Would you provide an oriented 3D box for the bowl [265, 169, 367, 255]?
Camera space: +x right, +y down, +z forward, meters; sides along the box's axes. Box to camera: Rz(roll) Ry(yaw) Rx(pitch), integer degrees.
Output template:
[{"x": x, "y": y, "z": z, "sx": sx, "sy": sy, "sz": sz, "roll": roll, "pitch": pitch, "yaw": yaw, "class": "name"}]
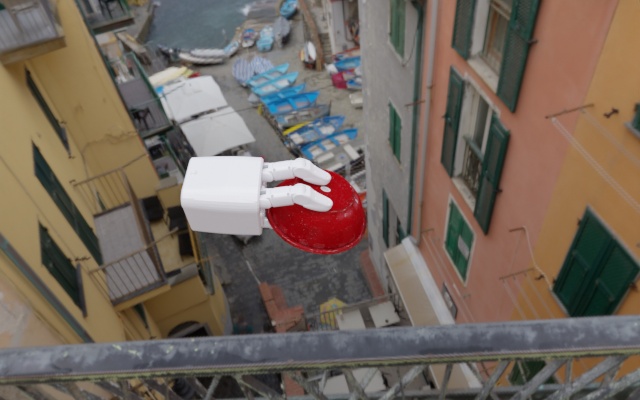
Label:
[{"x": 0.001, "y": 0.002, "z": 0.725, "sx": 0.162, "sy": 0.162, "sz": 0.055, "roll": 0, "pitch": -44, "yaw": -19, "class": "bowl"}]
